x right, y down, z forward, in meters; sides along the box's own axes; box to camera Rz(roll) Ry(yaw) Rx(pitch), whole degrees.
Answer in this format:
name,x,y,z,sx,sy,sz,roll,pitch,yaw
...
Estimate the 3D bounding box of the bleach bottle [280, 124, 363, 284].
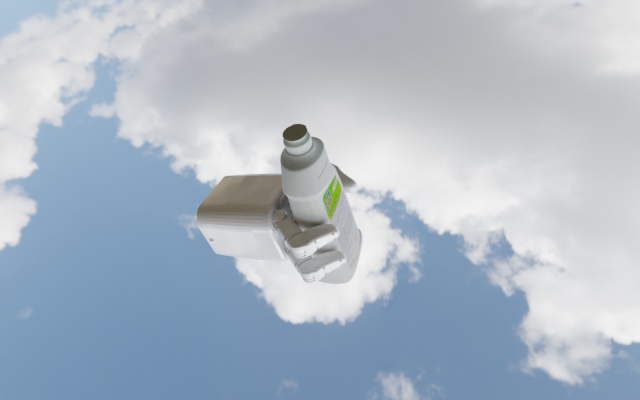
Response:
name,x,y,z,sx,sy,sz,roll,pitch,yaw
bleach bottle,0.000,0.002,0.608,0.068,0.102,0.251,2,-40,17
